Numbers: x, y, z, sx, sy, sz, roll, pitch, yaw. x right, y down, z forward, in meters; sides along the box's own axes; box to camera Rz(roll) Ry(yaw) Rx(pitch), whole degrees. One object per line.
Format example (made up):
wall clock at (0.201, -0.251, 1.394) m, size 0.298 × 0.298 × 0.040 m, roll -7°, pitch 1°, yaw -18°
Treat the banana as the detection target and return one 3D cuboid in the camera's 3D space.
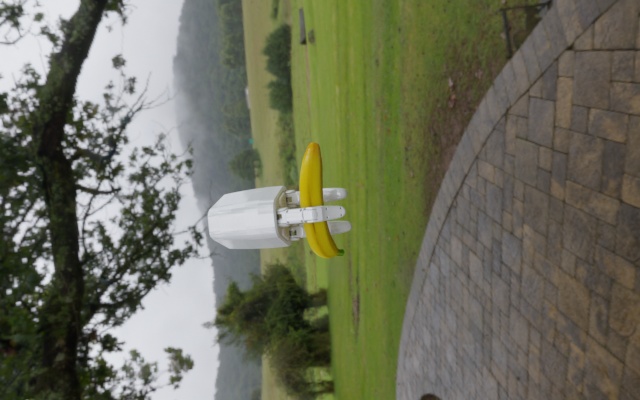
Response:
banana at (-0.005, 0.013, 0.736) m, size 0.037 × 0.198 × 0.069 m, roll -3°, pitch 22°, yaw 22°
